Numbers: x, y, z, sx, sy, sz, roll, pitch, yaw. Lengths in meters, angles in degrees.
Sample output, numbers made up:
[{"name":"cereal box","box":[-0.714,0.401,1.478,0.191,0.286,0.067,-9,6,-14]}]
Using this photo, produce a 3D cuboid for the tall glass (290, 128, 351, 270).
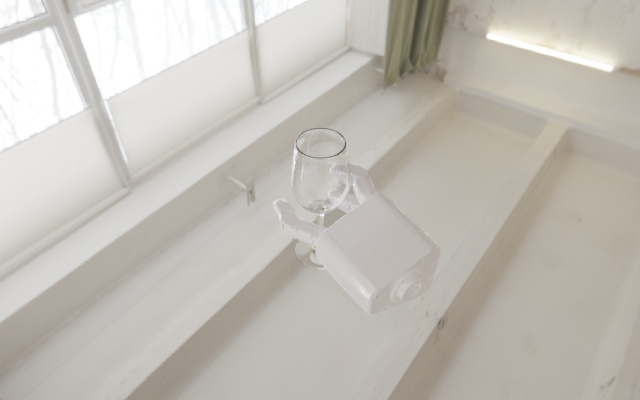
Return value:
[{"name":"tall glass","box":[0.000,0.003,0.642,0.079,0.201,0.079,0,44,0]}]
